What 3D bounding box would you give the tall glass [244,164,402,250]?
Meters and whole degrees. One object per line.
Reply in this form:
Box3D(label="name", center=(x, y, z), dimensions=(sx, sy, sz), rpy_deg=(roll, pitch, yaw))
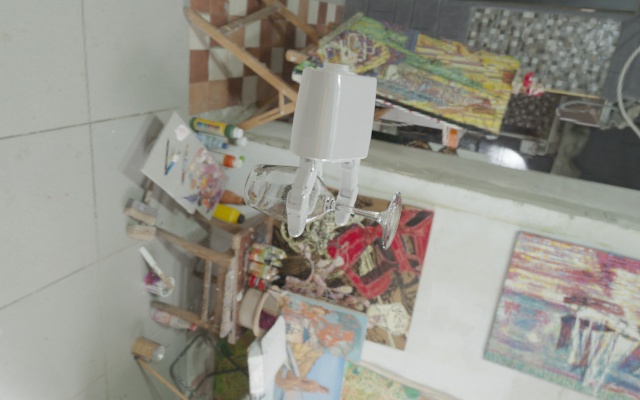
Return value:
Box3D(label="tall glass", center=(0.001, 0.002, 0.629), dimensions=(0.201, 0.079, 0.079), rpy_deg=(14, 5, 20))
